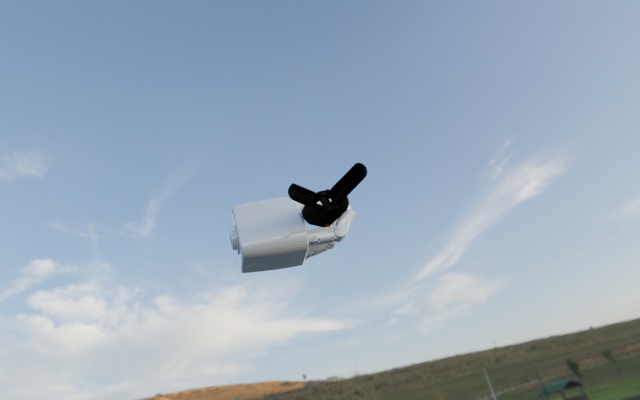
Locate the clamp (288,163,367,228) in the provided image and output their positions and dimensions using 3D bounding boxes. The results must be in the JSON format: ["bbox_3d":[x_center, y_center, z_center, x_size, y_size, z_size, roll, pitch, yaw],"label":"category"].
[{"bbox_3d":[0.000,0.002,0.750,0.120,0.039,0.172,-9,-28,-15],"label":"clamp"}]
